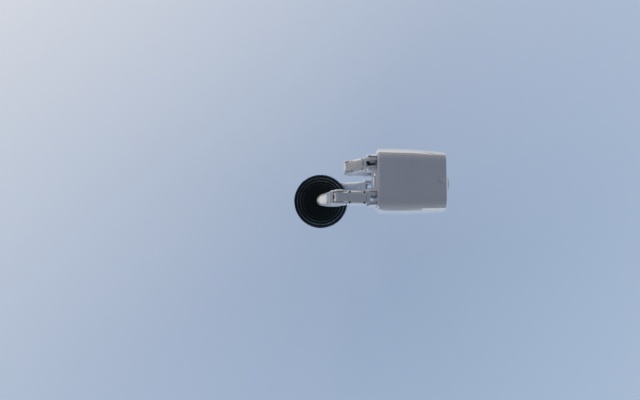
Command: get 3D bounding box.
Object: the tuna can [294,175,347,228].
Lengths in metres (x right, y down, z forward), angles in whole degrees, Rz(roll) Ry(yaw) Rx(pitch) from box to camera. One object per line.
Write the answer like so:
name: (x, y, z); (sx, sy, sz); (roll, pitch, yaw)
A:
tuna can: (0.000, 0.003, 0.778); (0.086, 0.086, 0.034); (0, -5, -2)
